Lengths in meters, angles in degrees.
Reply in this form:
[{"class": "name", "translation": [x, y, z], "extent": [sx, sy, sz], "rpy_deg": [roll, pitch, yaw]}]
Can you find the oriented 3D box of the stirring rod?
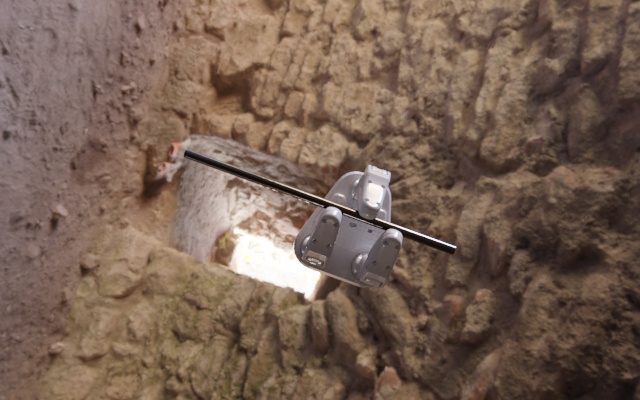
[{"class": "stirring rod", "translation": [0.000, 0.001, 0.403], "extent": [0.239, 0.011, 0.011], "rpy_deg": [20, -1, -1]}]
